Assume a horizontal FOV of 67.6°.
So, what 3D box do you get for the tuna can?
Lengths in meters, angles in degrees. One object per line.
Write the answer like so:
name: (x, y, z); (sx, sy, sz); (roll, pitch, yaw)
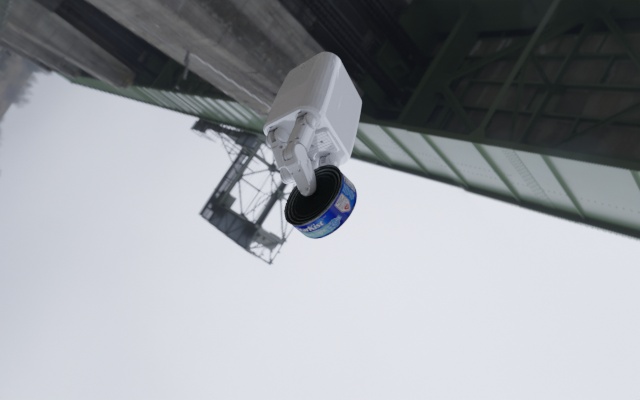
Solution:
tuna can: (0.000, 0.002, 0.558); (0.086, 0.086, 0.034); (0, -35, 49)
